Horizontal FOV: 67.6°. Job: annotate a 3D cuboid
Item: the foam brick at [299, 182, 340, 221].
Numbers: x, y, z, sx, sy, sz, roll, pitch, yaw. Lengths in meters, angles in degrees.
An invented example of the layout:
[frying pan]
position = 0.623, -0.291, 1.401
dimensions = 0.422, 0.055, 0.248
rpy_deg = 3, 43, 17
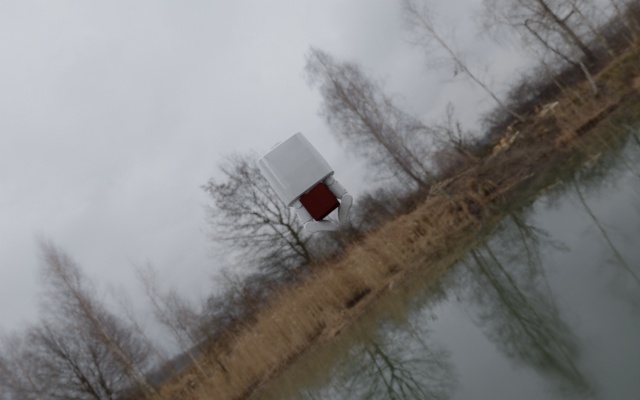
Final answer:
[foam brick]
position = 0.000, 0.003, 0.891
dimensions = 0.053, 0.051, 0.078
rpy_deg = -39, -6, 5
